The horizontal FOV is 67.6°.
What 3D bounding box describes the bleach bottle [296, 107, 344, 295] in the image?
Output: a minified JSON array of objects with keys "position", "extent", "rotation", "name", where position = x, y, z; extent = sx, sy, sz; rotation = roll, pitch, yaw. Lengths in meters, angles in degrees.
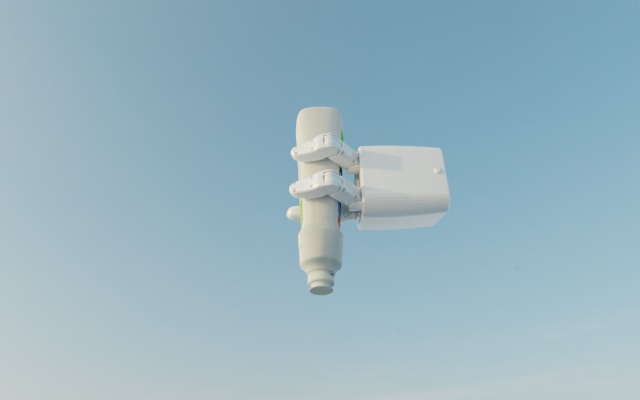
[{"position":[0.000,0.002,0.618],"extent":[0.068,0.250,0.103],"rotation":[-1,-32,1],"name":"bleach bottle"}]
